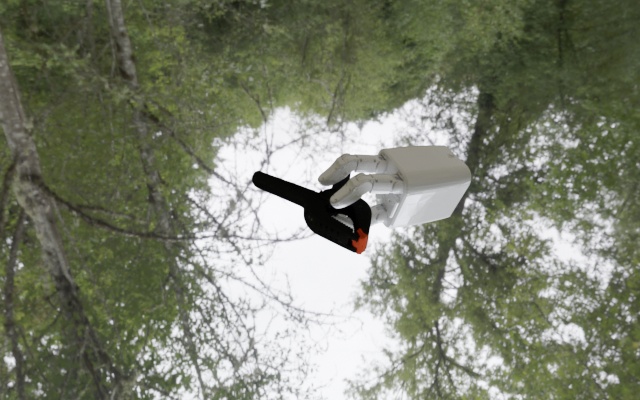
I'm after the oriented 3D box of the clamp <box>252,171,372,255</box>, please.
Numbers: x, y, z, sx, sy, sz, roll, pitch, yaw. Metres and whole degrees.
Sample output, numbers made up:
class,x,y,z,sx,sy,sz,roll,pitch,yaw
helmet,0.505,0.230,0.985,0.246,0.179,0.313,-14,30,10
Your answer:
class,x,y,z,sx,sy,sz,roll,pitch,yaw
clamp,0.000,0.003,0.674,0.164,0.036,0.209,-8,36,-17
